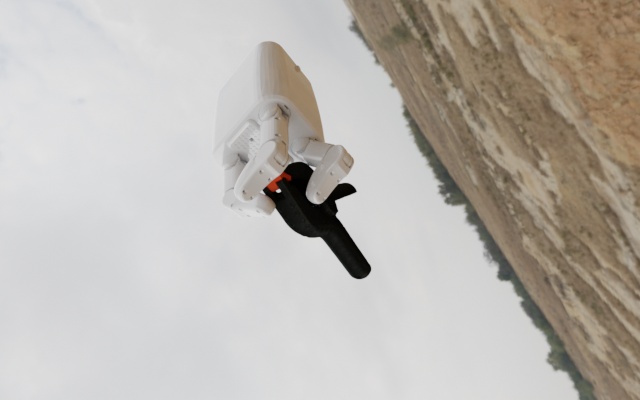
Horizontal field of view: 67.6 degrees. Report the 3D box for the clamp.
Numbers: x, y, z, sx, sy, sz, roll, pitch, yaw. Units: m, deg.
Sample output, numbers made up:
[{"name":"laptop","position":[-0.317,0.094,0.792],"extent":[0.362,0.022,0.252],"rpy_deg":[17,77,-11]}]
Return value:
[{"name":"clamp","position":[-0.001,0.002,0.508],"extent":[0.039,0.120,0.171],"rpy_deg":[-27,-44,20]}]
